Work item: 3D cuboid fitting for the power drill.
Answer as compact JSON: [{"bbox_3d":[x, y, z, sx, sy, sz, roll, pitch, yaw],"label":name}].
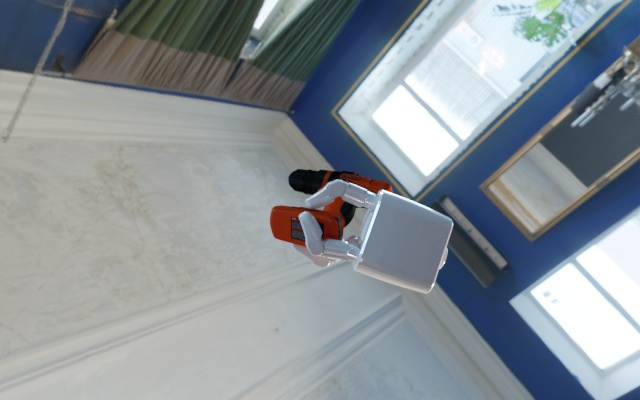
[{"bbox_3d":[0.000,0.003,0.740,0.184,0.057,0.187,10,28,24],"label":"power drill"}]
